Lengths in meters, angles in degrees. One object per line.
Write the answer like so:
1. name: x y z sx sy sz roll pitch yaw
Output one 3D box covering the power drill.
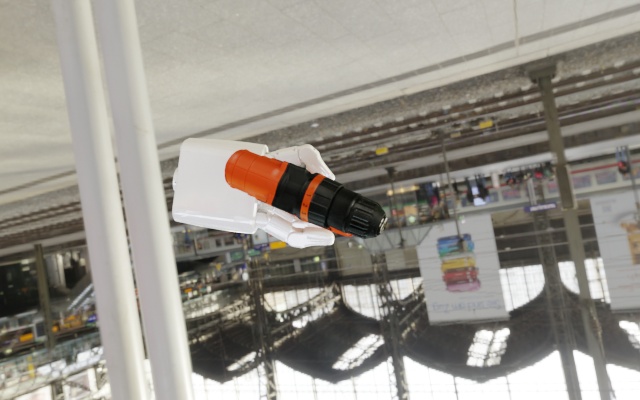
1. power drill: 0.000 0.002 0.565 0.184 0.057 0.188 24 -3 17
